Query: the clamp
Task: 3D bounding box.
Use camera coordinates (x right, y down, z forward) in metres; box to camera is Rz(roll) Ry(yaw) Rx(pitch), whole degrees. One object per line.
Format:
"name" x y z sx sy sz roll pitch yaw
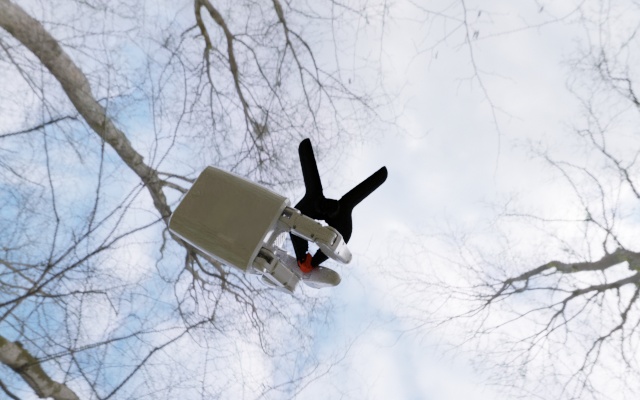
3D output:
"clamp" 0.000 0.002 0.592 0.120 0.171 0.039 26 -25 8
